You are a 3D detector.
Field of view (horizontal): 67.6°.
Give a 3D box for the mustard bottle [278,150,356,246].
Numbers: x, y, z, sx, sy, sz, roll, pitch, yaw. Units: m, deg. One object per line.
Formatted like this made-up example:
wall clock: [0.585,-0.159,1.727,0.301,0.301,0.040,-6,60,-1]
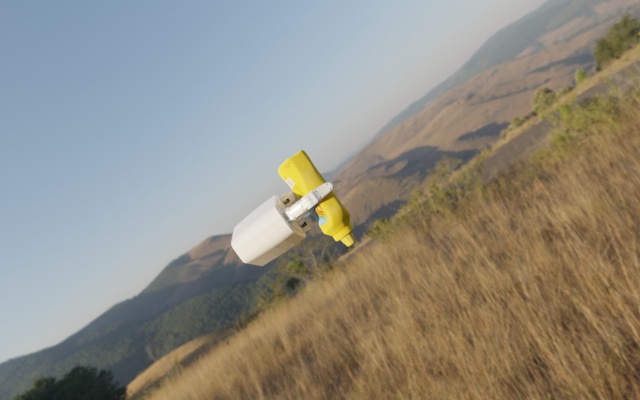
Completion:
mustard bottle: [0.000,0.002,0.876,0.058,0.191,0.096,-36,0,-19]
